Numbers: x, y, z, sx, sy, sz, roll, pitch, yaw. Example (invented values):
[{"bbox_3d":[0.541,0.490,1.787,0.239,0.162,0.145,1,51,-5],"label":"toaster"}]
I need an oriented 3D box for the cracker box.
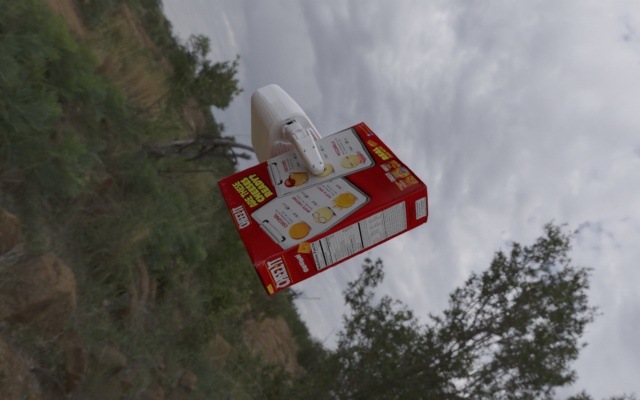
[{"bbox_3d":[0.000,0.002,0.594,0.213,0.072,0.164,-24,43,-10],"label":"cracker box"}]
